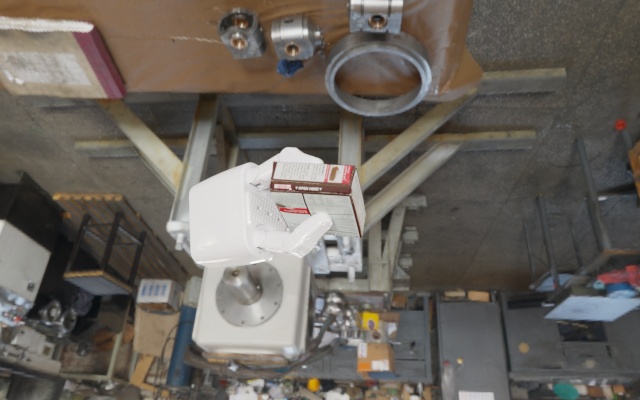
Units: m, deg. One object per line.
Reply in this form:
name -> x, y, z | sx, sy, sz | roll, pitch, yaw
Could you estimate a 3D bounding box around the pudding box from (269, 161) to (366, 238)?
pudding box -> 0.000, 0.002, 0.528 | 0.090, 0.039, 0.113 | 3, -25, 12
